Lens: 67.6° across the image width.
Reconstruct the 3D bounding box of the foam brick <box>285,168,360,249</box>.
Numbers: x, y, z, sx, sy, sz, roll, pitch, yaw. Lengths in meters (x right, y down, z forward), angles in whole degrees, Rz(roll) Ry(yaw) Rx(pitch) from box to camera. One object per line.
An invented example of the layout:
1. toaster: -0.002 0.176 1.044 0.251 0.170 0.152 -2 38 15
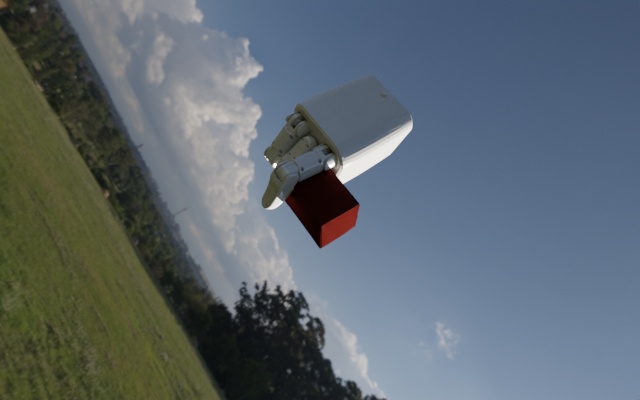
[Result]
1. foam brick: 0.000 0.002 0.534 0.051 0.078 0.053 -28 -27 -19
